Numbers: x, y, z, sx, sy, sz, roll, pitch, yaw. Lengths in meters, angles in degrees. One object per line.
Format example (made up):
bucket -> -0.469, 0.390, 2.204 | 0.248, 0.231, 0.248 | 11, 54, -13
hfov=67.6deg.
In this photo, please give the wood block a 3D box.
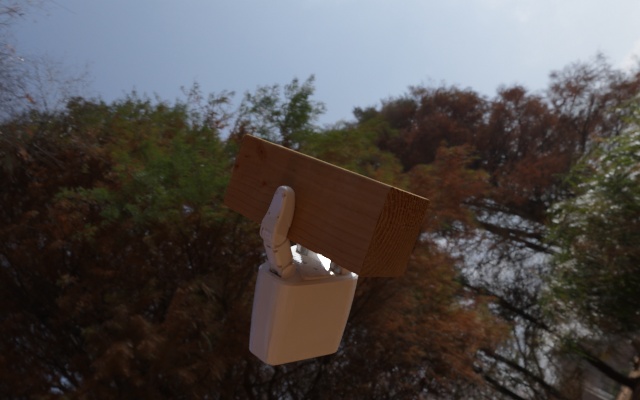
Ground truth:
wood block -> 0.000, 0.002, 0.529 | 0.206, 0.090, 0.091 | 23, 7, 36
